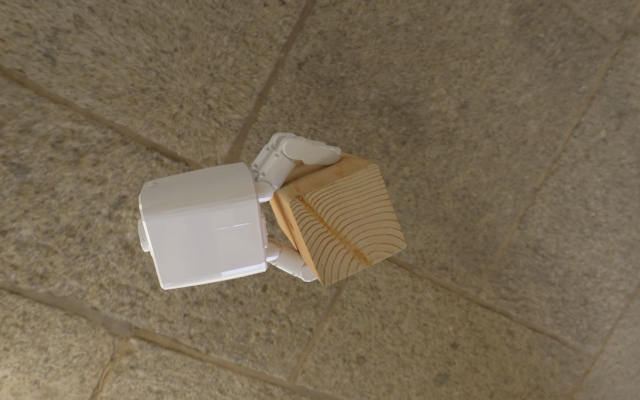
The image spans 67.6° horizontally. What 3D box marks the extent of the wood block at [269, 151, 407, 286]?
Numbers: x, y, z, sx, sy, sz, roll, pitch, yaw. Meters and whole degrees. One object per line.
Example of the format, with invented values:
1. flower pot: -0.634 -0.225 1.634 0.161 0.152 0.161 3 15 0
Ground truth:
1. wood block: 0.000 0.002 0.523 0.090 0.091 0.206 -24 17 -9
